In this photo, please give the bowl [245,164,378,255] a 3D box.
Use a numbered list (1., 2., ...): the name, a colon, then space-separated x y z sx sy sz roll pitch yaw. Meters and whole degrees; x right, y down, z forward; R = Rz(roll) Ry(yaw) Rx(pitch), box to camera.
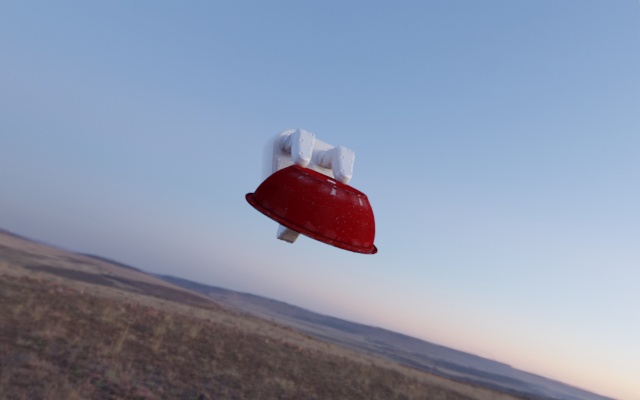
1. bowl: 0.001 0.002 0.535 0.162 0.055 0.162 23 7 -3
